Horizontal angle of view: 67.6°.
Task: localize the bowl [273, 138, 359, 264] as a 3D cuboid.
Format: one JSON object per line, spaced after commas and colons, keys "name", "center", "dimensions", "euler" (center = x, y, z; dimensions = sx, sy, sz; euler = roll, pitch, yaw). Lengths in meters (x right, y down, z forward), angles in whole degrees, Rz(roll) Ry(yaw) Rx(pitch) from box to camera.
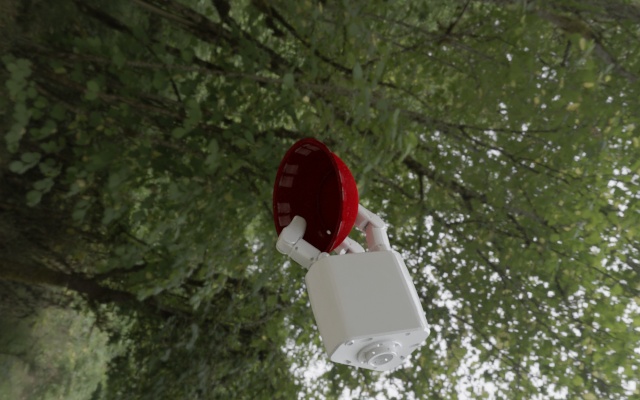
{"name": "bowl", "center": [0.000, 0.001, 0.620], "dimensions": [0.055, 0.162, 0.162], "euler": [0, 0, -35]}
